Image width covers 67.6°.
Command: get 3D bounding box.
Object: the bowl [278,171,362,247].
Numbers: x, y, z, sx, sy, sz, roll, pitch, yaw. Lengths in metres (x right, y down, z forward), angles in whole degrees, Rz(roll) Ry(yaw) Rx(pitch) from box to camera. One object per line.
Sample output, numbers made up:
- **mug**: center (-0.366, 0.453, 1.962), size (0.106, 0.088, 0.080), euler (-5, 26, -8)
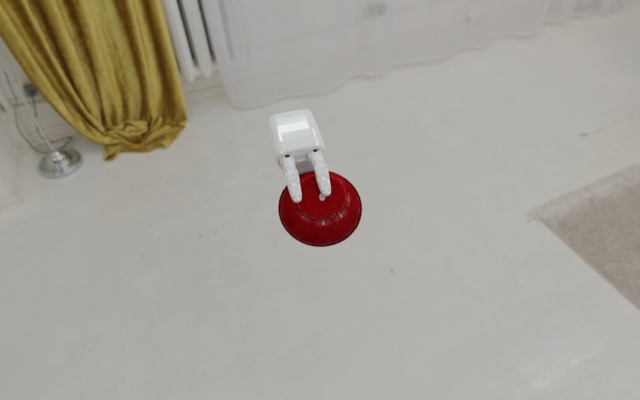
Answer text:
- **bowl**: center (0.001, 0.004, 0.893), size (0.162, 0.162, 0.055), euler (0, -24, -2)
